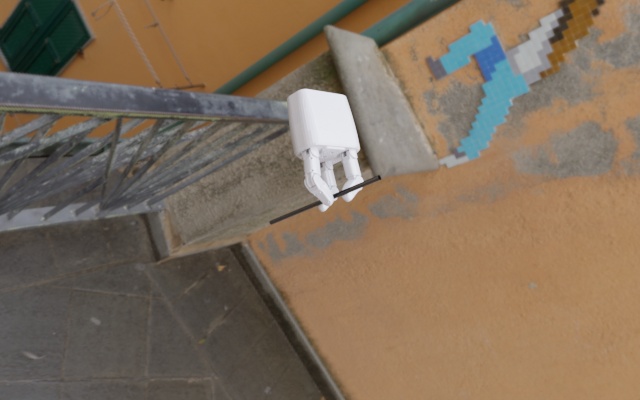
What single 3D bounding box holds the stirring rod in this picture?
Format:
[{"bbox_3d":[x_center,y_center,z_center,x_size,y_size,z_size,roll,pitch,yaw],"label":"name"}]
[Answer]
[{"bbox_3d":[0.000,0.003,0.801,0.239,0.011,0.011,-23,-14,35],"label":"stirring rod"}]
